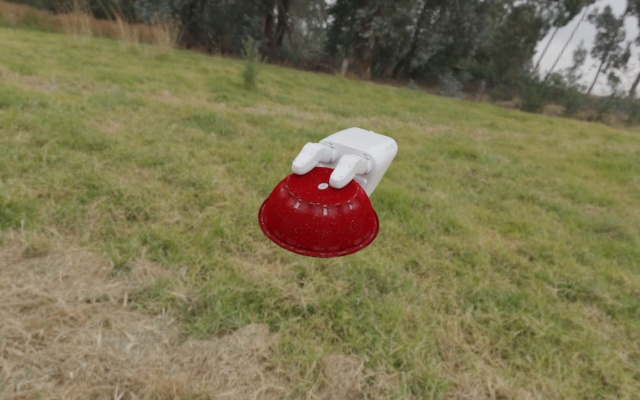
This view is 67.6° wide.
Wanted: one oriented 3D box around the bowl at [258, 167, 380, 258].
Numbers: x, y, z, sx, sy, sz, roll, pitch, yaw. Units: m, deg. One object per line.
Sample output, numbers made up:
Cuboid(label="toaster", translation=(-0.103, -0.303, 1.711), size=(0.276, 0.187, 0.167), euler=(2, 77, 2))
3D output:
Cuboid(label="bowl", translation=(0.000, 0.002, 0.617), size=(0.162, 0.055, 0.162), euler=(4, 34, -3))
